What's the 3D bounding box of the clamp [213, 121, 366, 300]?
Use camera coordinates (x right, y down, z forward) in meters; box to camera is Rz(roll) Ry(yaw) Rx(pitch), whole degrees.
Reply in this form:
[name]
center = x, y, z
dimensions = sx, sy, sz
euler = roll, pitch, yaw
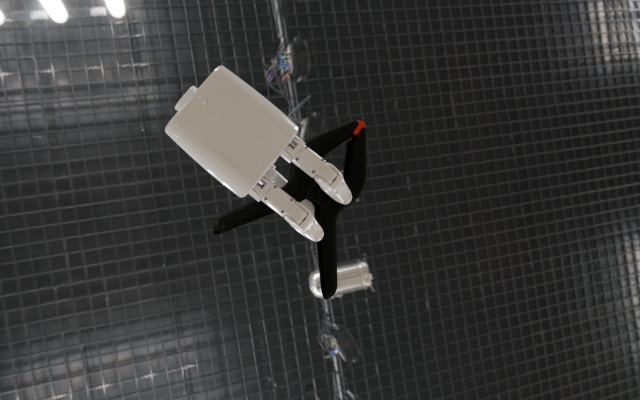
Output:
[clamp]
center = 0.000, 0.001, 0.567
dimensions = 0.164, 0.210, 0.036
euler = 41, -11, -16
